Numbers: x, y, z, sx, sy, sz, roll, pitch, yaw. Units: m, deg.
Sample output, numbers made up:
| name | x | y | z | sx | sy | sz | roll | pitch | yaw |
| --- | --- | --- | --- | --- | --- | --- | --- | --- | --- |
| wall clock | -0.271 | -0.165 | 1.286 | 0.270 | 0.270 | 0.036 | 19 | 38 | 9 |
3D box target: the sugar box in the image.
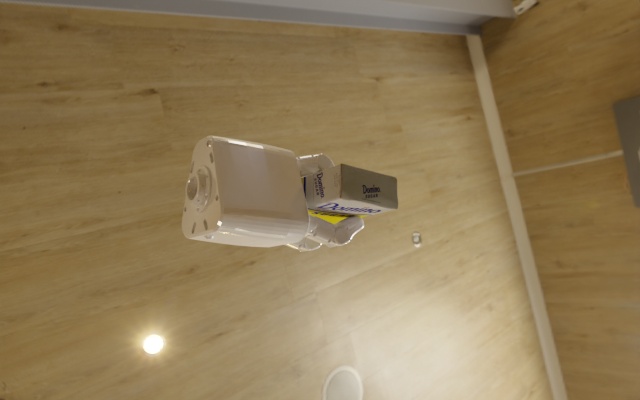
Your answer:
| name | x | y | z | sx | sy | sz | roll | pitch | yaw |
| --- | --- | --- | --- | --- | --- | --- | --- | --- | --- |
| sugar box | 0.000 | 0.002 | 0.593 | 0.093 | 0.048 | 0.176 | 10 | -15 | -39 |
